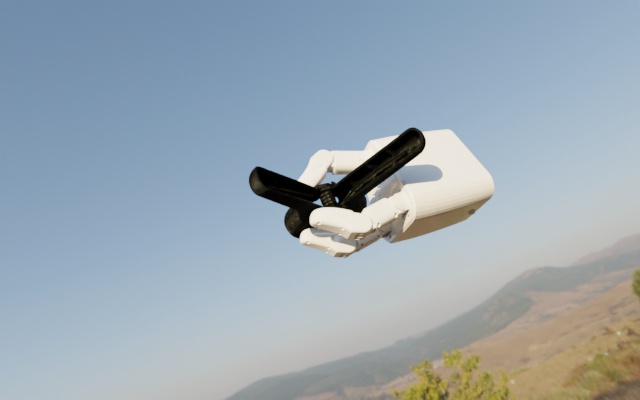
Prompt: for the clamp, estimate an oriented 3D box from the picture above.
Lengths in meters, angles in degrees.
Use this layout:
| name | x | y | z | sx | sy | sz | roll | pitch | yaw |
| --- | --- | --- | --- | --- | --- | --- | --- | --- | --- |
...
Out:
| name | x | y | z | sx | sy | sz | roll | pitch | yaw |
| --- | --- | --- | --- | --- | --- | --- | --- | --- | --- |
| clamp | 0.000 | 0.001 | 0.496 | 0.164 | 0.036 | 0.210 | -12 | -23 | -19 |
